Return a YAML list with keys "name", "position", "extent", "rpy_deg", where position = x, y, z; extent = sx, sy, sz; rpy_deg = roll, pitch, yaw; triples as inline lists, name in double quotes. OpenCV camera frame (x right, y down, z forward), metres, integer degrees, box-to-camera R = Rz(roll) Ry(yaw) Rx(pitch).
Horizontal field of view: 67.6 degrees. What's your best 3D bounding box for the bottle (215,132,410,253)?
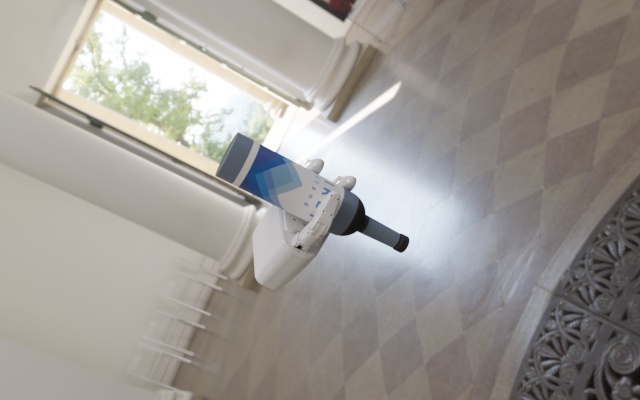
- name: "bottle"
  position: [0.000, 0.002, 0.677]
  extent: [0.296, 0.069, 0.069]
  rpy_deg: [27, -8, -16]
